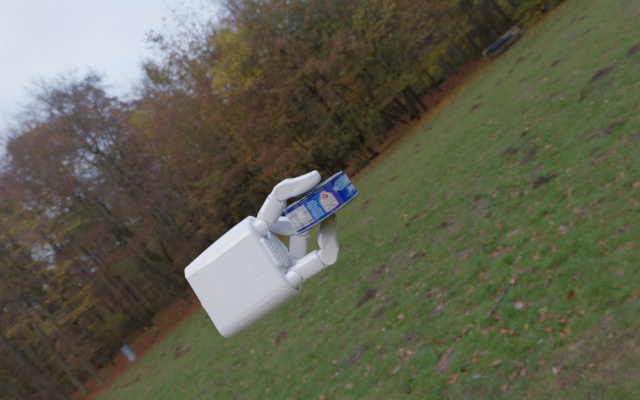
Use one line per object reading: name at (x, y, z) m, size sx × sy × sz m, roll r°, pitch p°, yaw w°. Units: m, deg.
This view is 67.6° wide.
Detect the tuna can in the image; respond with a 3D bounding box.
tuna can at (0.000, 0.001, 0.554) m, size 0.086 × 0.034 × 0.086 m, roll -34°, pitch 3°, yaw 2°
